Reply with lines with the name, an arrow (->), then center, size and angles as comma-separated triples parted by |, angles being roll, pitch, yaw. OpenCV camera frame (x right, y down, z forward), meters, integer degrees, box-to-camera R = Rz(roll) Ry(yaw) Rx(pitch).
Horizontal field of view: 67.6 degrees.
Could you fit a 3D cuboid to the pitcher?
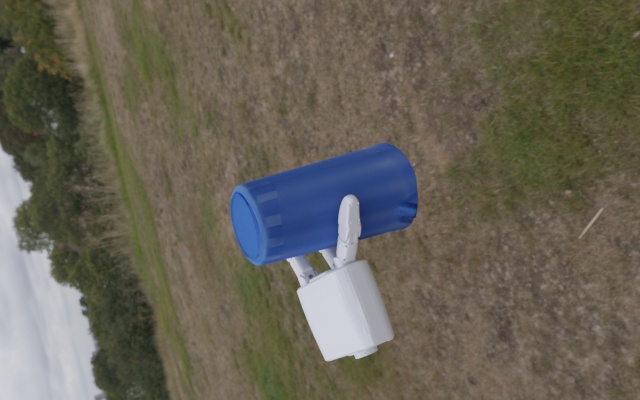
pitcher -> 0.000, 0.002, 0.670 | 0.243, 0.145, 0.149 | -15, -13, -28
